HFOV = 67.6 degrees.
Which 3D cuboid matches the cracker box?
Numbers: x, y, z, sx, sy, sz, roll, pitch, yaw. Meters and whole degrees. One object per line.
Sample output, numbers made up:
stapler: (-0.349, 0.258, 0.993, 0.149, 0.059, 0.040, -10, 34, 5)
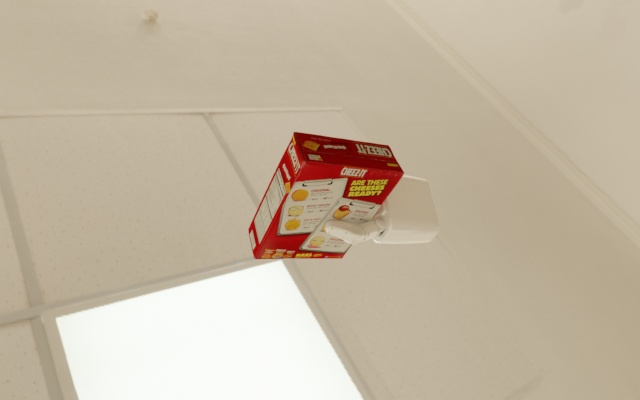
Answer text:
cracker box: (0.000, 0.003, 0.731, 0.164, 0.072, 0.214, 4, -44, -29)
